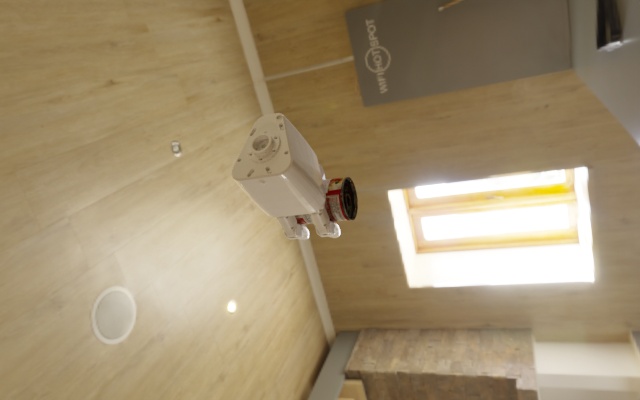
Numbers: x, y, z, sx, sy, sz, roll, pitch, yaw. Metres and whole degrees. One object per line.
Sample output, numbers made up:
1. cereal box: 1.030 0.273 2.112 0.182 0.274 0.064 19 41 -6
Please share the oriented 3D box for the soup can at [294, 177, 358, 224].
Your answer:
1. soup can: 0.000 0.003 0.756 0.102 0.068 0.068 -7 -3 22
